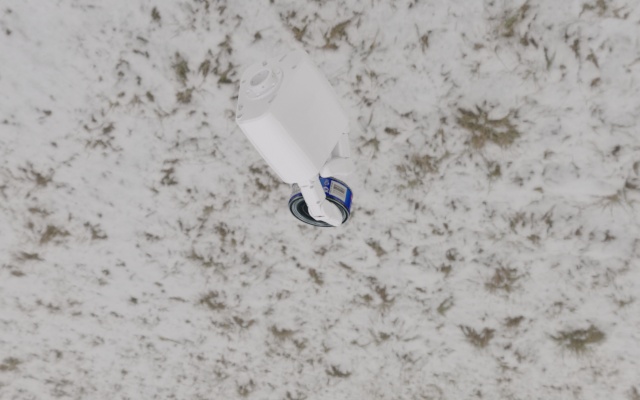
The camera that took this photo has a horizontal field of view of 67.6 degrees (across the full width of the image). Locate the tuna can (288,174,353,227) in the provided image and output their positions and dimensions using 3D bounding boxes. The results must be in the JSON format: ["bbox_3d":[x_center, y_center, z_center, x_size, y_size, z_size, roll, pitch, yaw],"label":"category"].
[{"bbox_3d":[0.000,0.003,0.649,0.086,0.033,0.086,8,-31,5],"label":"tuna can"}]
